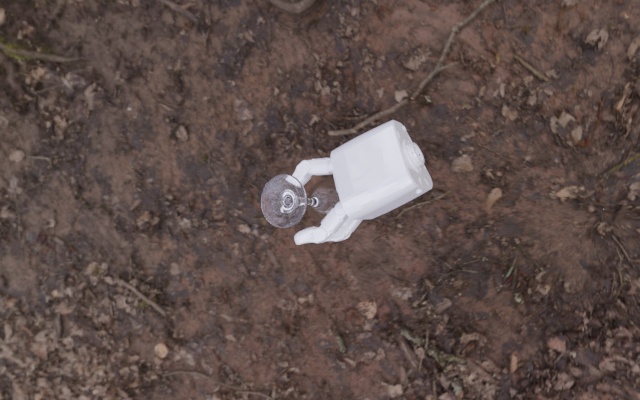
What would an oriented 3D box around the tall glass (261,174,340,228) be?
[{"bbox_3d":[0.000,0.002,0.730,0.079,0.079,0.201,0,-1,30],"label":"tall glass"}]
